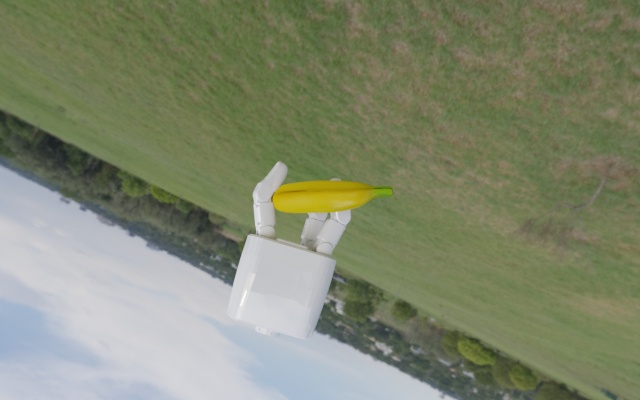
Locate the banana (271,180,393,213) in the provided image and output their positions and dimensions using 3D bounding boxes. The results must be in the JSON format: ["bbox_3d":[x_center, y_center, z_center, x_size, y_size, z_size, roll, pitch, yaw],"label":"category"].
[{"bbox_3d":[-0.011,-0.001,0.580,0.069,0.037,0.198,14,-10,-43],"label":"banana"}]
